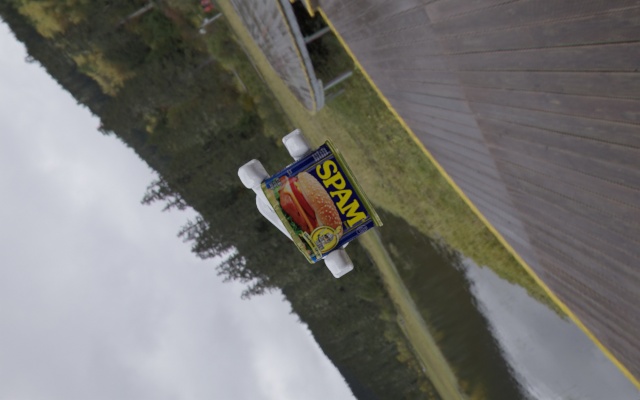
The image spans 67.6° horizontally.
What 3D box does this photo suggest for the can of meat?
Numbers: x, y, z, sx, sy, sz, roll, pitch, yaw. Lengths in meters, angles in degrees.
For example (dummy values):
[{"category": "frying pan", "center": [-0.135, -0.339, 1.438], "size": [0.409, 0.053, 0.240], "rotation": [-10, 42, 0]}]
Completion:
[{"category": "can of meat", "center": [0.000, 0.002, 0.483], "size": [0.084, 0.102, 0.057], "rotation": [-31, 8, 2]}]
